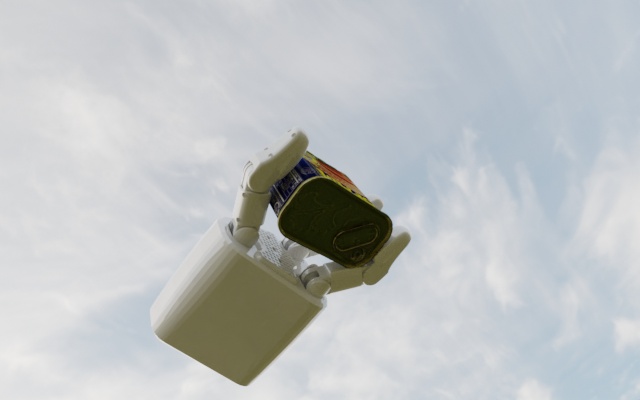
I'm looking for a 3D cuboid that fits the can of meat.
[{"bbox_3d":[0.000,0.001,0.411,0.102,0.057,0.084,30,13,-34],"label":"can of meat"}]
